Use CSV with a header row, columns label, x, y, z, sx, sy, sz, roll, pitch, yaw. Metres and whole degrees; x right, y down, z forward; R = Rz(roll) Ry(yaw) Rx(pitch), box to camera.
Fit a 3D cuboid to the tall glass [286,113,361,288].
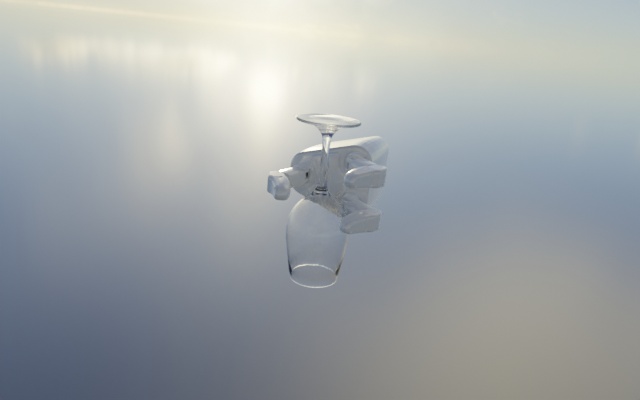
label,x,y,z,sx,sy,sz,roll,pitch,yaw
tall glass,0.000,0.001,0.571,0.079,0.201,0.079,5,19,-2
